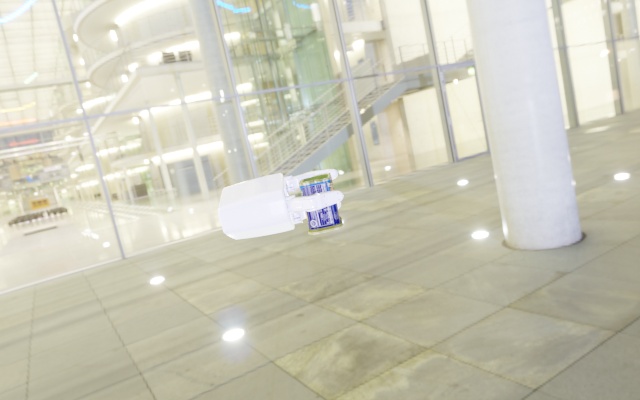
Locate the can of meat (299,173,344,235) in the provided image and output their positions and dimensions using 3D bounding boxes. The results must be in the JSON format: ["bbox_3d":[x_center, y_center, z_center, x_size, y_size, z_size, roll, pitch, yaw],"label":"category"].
[{"bbox_3d":[0.000,0.002,0.783,0.057,0.084,0.102,-12,7,2],"label":"can of meat"}]
